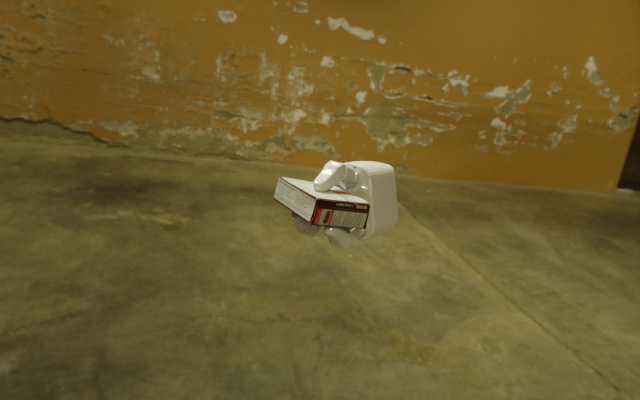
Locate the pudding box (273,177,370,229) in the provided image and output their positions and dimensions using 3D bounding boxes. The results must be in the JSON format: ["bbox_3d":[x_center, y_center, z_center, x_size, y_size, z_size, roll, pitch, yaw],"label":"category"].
[{"bbox_3d":[0.000,0.002,0.653,0.090,0.039,0.113,5,12,-32],"label":"pudding box"}]
